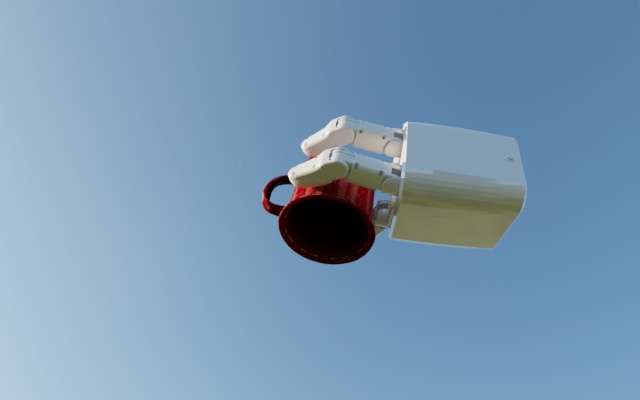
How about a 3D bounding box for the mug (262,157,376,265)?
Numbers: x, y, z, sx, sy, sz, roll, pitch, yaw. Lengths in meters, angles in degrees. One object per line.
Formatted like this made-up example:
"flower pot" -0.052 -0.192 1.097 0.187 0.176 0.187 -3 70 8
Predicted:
"mug" -0.001 0.001 0.480 0.117 0.093 0.081 9 43 4
